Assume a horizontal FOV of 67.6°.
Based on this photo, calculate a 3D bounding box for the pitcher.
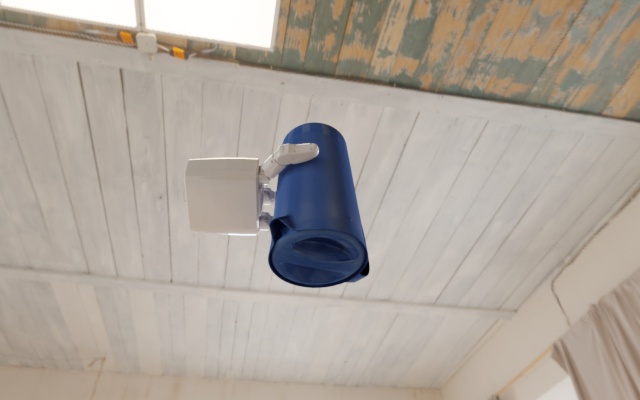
[{"bbox_3d":[0.000,0.002,0.715,0.145,0.242,0.149,0,-43,-2],"label":"pitcher"}]
